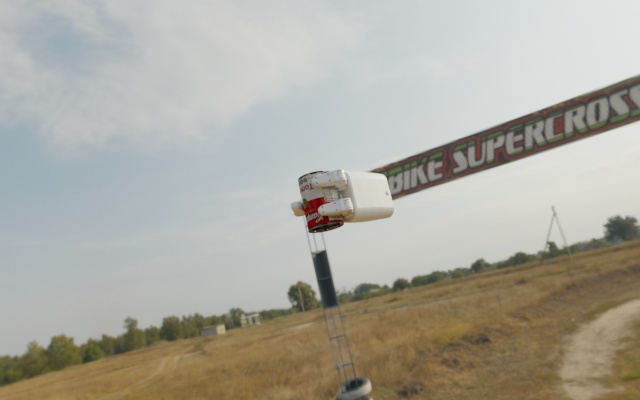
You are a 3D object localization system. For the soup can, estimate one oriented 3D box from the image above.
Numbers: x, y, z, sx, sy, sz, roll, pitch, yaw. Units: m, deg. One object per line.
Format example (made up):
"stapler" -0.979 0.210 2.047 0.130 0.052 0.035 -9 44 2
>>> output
"soup can" 0.000 0.003 0.885 0.068 0.102 0.068 -12 -13 -3
